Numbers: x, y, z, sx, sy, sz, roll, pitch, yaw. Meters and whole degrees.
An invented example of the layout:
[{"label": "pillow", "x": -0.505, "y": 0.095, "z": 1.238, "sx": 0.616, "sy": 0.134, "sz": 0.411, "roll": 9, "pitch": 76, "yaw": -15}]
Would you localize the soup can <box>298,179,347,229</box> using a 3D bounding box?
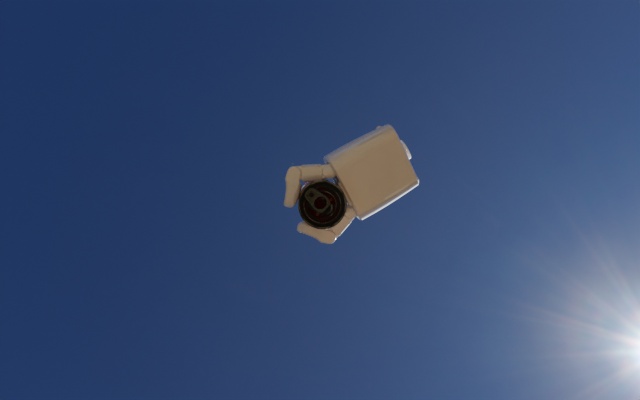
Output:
[{"label": "soup can", "x": 0.000, "y": 0.003, "z": 0.708, "sx": 0.068, "sy": 0.068, "sz": 0.102, "roll": 0, "pitch": 4, "yaw": -3}]
